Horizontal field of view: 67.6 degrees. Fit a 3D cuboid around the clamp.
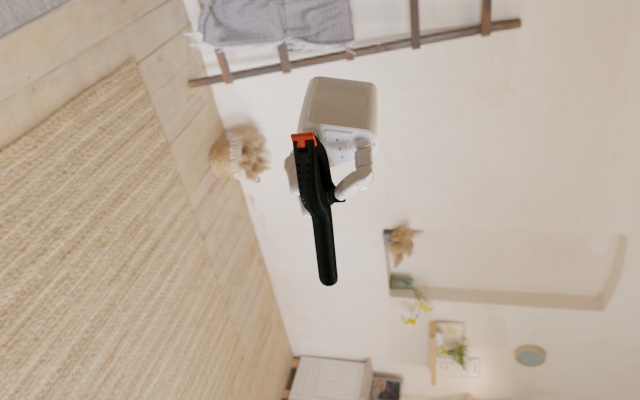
[{"bbox_3d":[0.001,0.001,0.623,0.036,0.164,0.210,-4,-36,13],"label":"clamp"}]
